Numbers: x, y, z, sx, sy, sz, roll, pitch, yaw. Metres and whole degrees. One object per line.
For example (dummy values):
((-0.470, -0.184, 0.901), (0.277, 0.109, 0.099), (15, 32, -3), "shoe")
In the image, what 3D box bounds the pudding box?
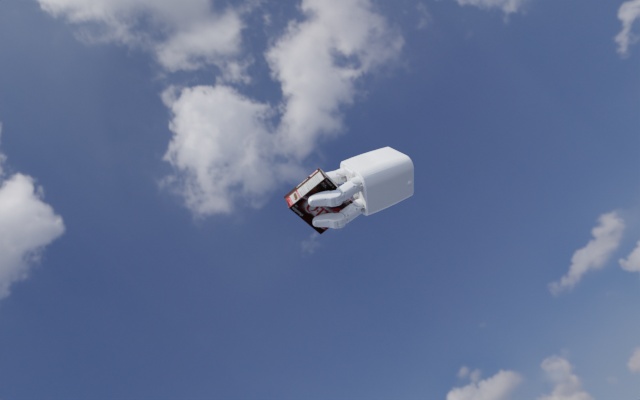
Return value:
((0.000, 0.003, 0.893), (0.113, 0.090, 0.039), (43, 11, -42), "pudding box")
